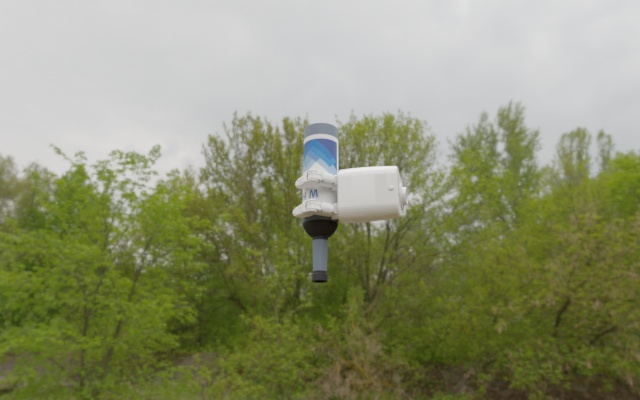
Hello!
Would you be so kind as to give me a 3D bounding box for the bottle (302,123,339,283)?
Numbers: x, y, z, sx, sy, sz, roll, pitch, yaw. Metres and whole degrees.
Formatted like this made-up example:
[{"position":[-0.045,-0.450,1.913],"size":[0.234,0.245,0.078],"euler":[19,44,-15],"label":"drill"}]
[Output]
[{"position":[0.000,0.003,0.881],"size":[0.069,0.295,0.069],"euler":[0,-19,0],"label":"bottle"}]
